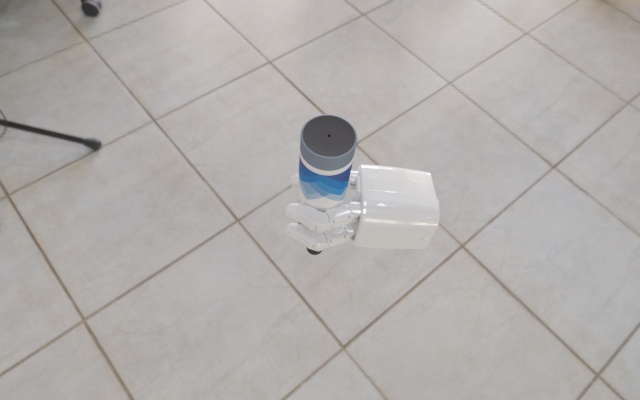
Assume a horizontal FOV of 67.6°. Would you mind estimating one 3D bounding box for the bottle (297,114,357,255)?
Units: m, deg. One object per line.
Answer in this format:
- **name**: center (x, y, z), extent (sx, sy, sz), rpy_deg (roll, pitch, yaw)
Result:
- **bottle**: center (0.000, 0.002, 0.678), extent (0.069, 0.069, 0.296), rpy_deg (0, -32, -5)
